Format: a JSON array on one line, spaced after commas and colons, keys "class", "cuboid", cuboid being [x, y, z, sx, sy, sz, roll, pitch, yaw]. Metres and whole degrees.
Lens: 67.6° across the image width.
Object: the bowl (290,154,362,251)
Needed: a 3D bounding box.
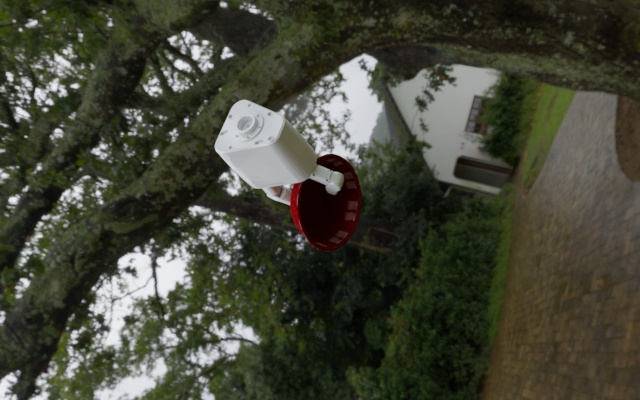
[{"class": "bowl", "cuboid": [0.000, 0.004, 0.808, 0.055, 0.162, 0.162, 3, 2, 43]}]
